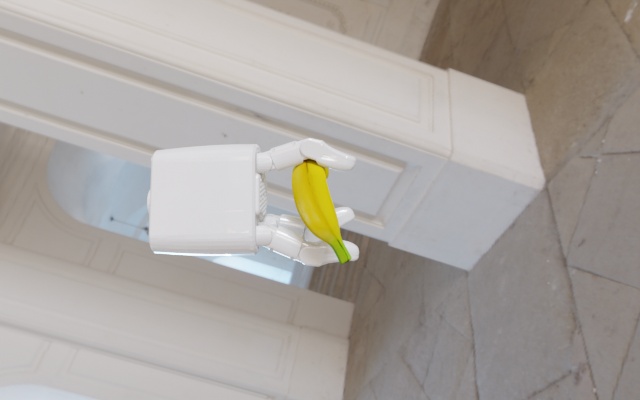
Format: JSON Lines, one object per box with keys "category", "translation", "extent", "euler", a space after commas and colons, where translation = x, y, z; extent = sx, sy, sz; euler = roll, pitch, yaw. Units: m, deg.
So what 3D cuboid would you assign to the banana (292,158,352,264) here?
{"category": "banana", "translation": [-0.006, -0.012, 0.508], "extent": [0.037, 0.070, 0.197], "euler": [-20, 29, 6]}
